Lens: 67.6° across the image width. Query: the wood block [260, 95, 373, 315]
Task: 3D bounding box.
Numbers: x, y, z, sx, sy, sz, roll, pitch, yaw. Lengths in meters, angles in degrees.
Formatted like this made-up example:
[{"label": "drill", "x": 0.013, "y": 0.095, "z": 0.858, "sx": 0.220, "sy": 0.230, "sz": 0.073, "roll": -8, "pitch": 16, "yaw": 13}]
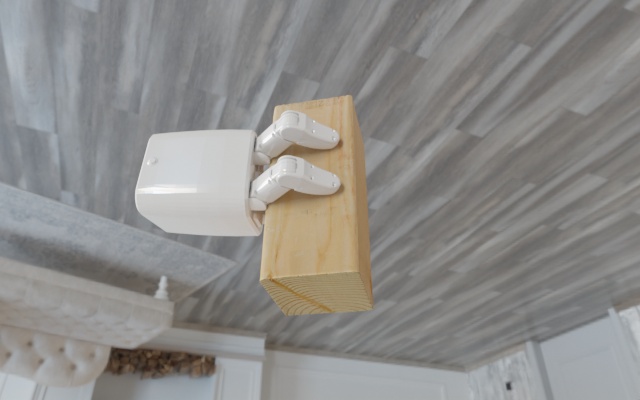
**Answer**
[{"label": "wood block", "x": 0.000, "y": 0.002, "z": 0.491, "sx": 0.090, "sy": 0.206, "sz": 0.091, "roll": -6, "pitch": -34, "yaw": 10}]
